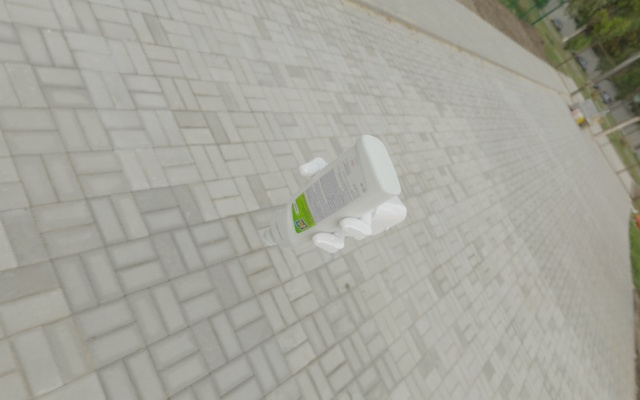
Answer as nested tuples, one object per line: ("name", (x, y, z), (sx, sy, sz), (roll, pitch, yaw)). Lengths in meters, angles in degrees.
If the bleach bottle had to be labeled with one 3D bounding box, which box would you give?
("bleach bottle", (0.000, 0.003, 0.756), (0.251, 0.102, 0.068), (-31, -23, 32))
